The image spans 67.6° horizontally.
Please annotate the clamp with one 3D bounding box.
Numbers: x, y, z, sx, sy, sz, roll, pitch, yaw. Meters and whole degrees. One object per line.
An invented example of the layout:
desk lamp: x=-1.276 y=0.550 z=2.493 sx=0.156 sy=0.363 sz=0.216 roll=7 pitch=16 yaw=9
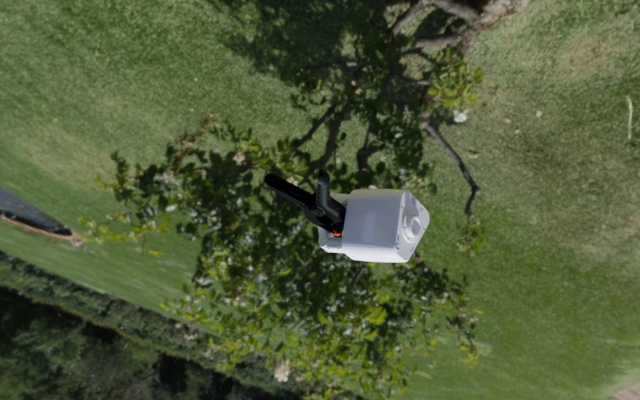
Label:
clamp: x=0.000 y=0.003 z=0.785 sx=0.120 sy=0.039 sz=0.171 roll=-2 pitch=-31 yaw=45
